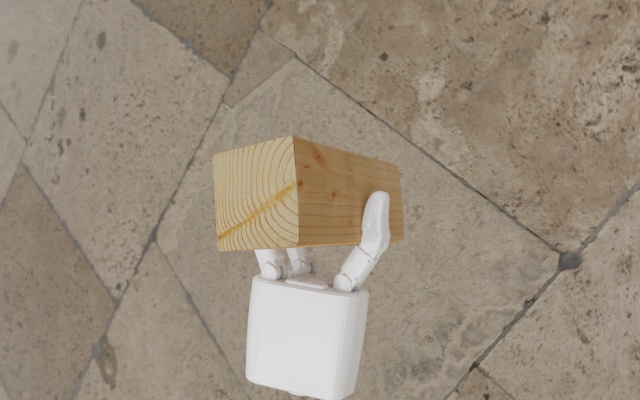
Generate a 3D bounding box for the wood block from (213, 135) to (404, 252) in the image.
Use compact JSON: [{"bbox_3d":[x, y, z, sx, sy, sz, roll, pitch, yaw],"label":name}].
[{"bbox_3d":[0.000,0.002,0.483,0.091,0.090,0.206,-8,-7,32],"label":"wood block"}]
